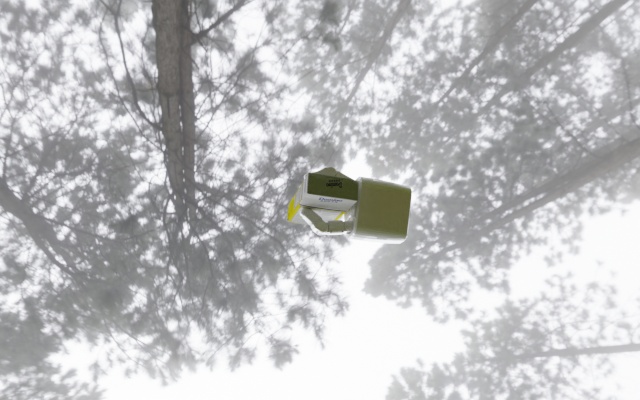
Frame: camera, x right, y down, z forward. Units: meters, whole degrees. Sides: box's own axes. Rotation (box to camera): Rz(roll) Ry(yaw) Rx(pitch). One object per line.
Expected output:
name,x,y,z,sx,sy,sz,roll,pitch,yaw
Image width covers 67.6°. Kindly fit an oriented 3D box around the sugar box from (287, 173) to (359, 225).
sugar box,0.000,0.002,0.891,0.093,0.048,0.176,9,-22,-13
